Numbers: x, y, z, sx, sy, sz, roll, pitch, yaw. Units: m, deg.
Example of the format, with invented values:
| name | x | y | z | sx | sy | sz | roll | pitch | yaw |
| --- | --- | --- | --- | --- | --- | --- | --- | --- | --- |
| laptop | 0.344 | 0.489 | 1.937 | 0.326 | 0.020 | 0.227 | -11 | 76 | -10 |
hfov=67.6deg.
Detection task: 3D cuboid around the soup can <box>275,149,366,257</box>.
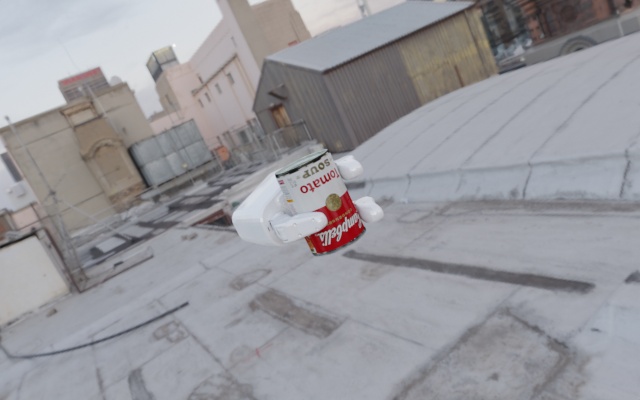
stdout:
| name | x | y | z | sx | sy | sz | roll | pitch | yaw |
| --- | --- | --- | --- | --- | --- | --- | --- | --- | --- |
| soup can | 0.000 | 0.002 | 0.535 | 0.068 | 0.102 | 0.068 | -24 | 11 | 5 |
